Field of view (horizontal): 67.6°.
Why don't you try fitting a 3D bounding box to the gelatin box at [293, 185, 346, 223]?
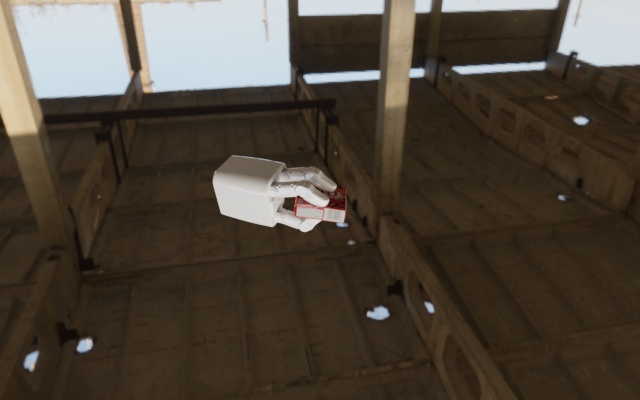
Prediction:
[{"bbox_3d":[0.000,0.003,0.846,0.089,0.030,0.073,8,32,-2],"label":"gelatin box"}]
